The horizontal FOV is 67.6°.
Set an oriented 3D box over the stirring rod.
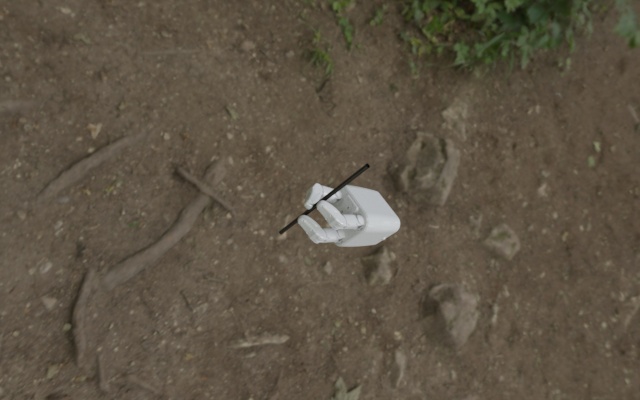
[{"bbox_3d":[0.000,0.003,0.837,0.011,0.011,0.240,0,-29,-46],"label":"stirring rod"}]
